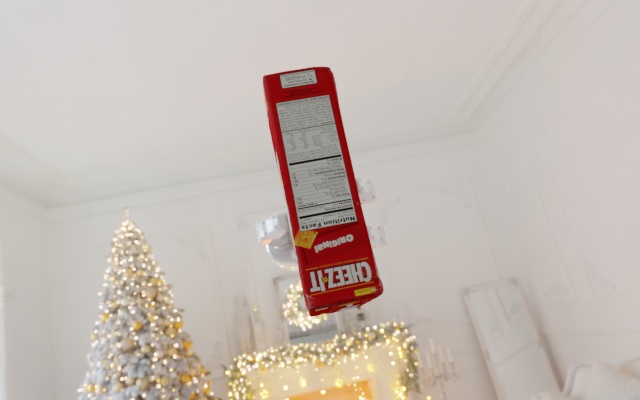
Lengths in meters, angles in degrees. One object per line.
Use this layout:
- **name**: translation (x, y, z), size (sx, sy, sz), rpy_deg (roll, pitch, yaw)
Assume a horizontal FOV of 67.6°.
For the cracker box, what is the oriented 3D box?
- **cracker box**: translation (0.000, 0.001, 0.480), size (0.072, 0.213, 0.164), rpy_deg (-11, -15, -3)
